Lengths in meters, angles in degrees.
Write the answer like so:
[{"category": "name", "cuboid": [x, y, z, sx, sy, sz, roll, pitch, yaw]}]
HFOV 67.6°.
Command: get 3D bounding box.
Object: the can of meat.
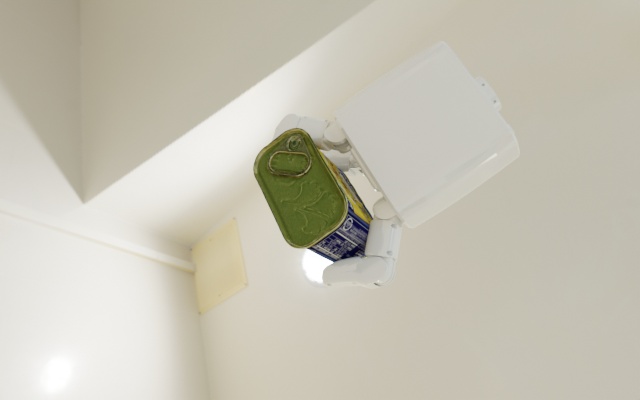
[{"category": "can of meat", "cuboid": [0.000, 0.002, 0.404, 0.057, 0.102, 0.084, -36, -32, 12]}]
